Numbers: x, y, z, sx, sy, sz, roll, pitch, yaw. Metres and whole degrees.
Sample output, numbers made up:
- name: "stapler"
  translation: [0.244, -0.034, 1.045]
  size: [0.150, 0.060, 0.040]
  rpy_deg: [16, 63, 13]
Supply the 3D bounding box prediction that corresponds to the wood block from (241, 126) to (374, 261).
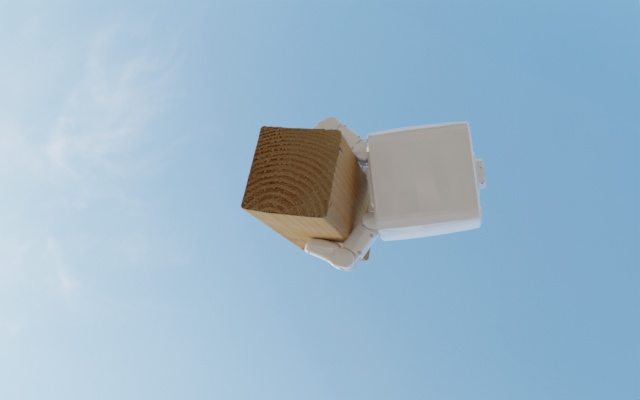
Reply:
- name: "wood block"
  translation: [0.000, 0.002, 0.550]
  size: [0.090, 0.090, 0.206]
  rpy_deg: [6, -16, 19]
